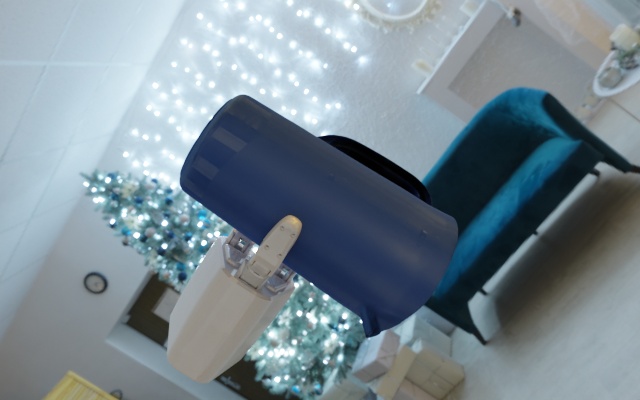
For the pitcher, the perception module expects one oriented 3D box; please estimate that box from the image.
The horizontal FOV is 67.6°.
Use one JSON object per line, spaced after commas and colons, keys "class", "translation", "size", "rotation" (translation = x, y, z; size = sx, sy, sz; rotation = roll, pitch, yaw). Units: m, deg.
{"class": "pitcher", "translation": [0.000, 0.002, 0.461], "size": [0.243, 0.145, 0.149], "rotation": [34, 8, -6]}
